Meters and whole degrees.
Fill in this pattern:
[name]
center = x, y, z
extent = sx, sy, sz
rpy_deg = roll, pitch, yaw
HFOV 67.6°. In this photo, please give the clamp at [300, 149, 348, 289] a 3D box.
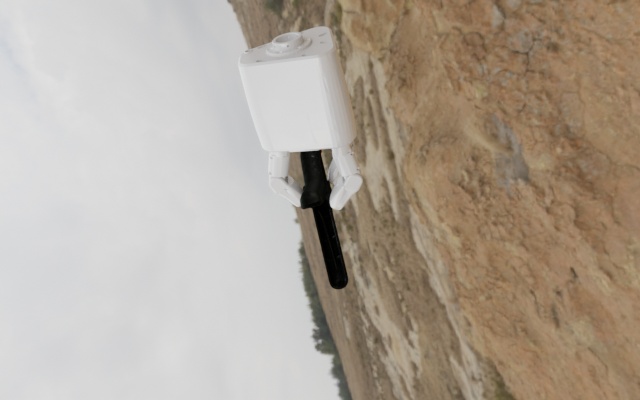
[clamp]
center = -0.001, 0.002, 0.632
extent = 0.036, 0.165, 0.209
rpy_deg = -13, 36, 4
